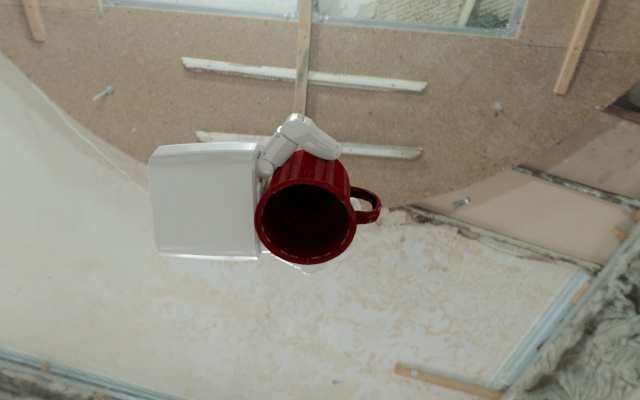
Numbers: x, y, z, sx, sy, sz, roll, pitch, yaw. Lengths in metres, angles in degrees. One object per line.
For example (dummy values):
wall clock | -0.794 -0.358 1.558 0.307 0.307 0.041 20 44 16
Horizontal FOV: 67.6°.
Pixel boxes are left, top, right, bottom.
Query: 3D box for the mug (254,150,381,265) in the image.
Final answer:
mug | 0.002 0.001 0.463 0.117 0.093 0.081 1 30 3
